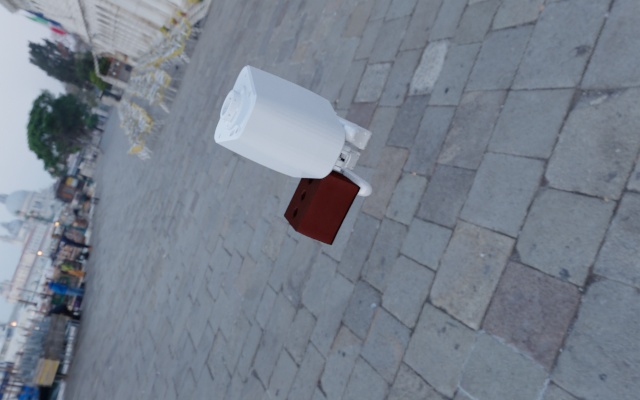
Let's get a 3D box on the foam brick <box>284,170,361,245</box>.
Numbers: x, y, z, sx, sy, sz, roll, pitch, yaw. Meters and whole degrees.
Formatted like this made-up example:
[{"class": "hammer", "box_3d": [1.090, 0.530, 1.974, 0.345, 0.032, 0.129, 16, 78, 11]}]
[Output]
[{"class": "foam brick", "box_3d": [0.000, 0.002, 0.558, 0.051, 0.078, 0.053, 20, 11, -28]}]
